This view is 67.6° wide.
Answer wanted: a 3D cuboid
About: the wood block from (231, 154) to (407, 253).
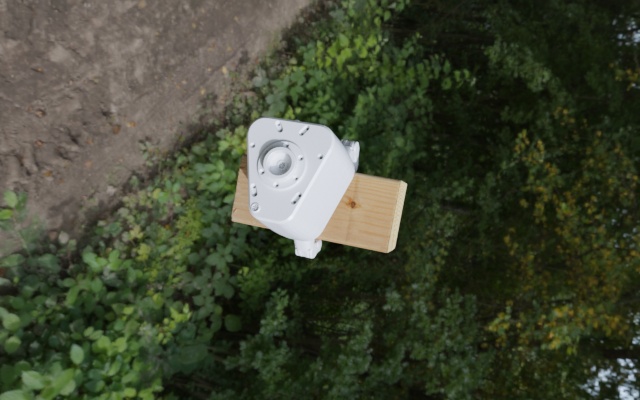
[{"bbox_3d":[0.000,0.002,0.630,0.206,0.091,0.090,11,2,15],"label":"wood block"}]
